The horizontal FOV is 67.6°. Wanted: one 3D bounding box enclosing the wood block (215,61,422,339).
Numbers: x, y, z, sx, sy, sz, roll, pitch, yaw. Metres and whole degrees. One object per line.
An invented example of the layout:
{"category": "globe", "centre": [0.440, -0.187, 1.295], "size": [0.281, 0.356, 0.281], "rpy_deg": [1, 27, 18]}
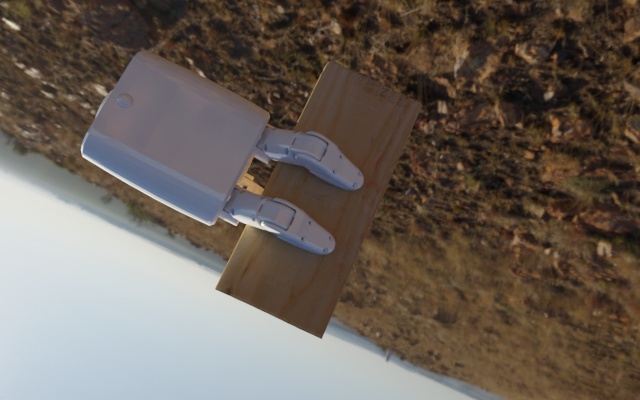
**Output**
{"category": "wood block", "centre": [0.000, 0.001, 0.413], "size": [0.090, 0.206, 0.091], "rpy_deg": [25, -14, 0]}
